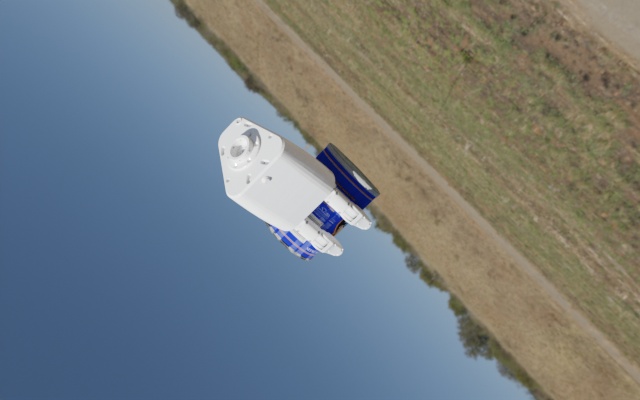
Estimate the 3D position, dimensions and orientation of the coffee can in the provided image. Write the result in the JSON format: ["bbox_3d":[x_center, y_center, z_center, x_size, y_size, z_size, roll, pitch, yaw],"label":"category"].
[{"bbox_3d":[0.000,0.002,0.687,0.140,0.103,0.103,-44,-9,9],"label":"coffee can"}]
